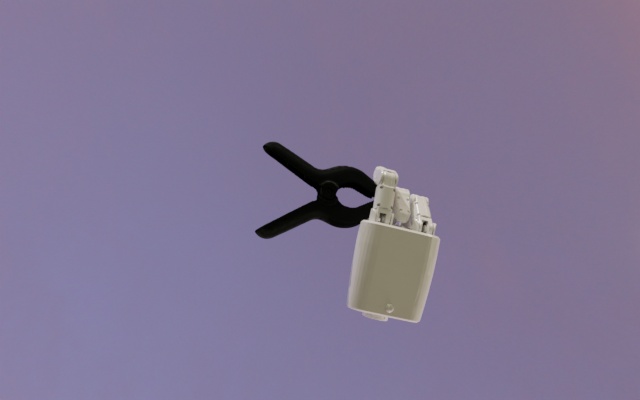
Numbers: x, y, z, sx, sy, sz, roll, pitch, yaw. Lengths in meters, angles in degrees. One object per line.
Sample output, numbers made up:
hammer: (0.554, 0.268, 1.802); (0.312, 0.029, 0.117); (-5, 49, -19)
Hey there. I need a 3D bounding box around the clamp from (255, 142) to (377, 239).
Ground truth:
clamp: (0.000, 0.002, 0.593); (0.171, 0.120, 0.039); (14, -7, -5)
